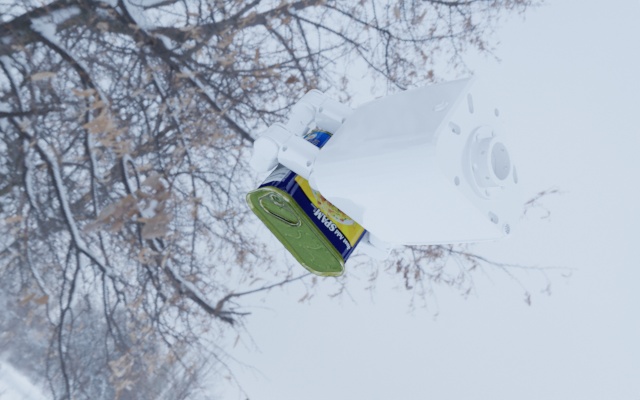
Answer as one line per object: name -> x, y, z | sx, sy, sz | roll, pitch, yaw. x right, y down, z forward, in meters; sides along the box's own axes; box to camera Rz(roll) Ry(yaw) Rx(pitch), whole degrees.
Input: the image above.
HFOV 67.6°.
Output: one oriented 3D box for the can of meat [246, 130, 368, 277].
can of meat -> 0.000, 0.001, 0.417 | 0.057, 0.102, 0.084 | -12, 34, 52
